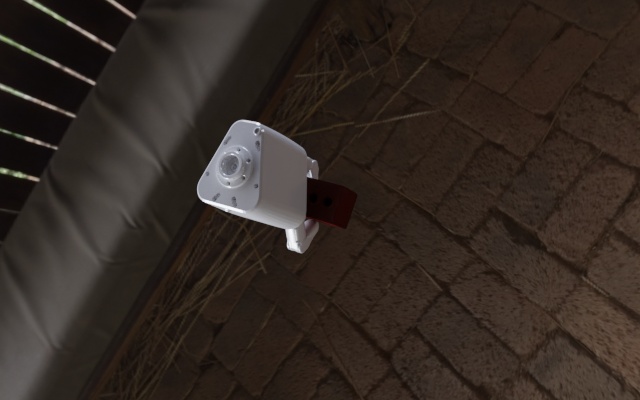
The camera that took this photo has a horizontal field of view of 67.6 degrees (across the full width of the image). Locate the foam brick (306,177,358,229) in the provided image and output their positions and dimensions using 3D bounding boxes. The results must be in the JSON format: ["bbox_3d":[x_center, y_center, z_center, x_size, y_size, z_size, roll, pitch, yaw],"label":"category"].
[{"bbox_3d":[0.000,0.002,0.645,0.078,0.053,0.051,14,-6,27],"label":"foam brick"}]
